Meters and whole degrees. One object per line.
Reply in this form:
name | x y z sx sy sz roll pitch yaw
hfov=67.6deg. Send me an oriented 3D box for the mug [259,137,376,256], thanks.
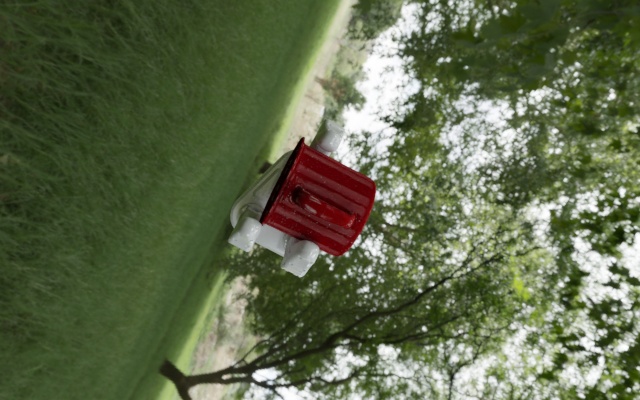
mug | 0.000 0.002 0.432 0.081 0.093 0.117 26 2 -9
